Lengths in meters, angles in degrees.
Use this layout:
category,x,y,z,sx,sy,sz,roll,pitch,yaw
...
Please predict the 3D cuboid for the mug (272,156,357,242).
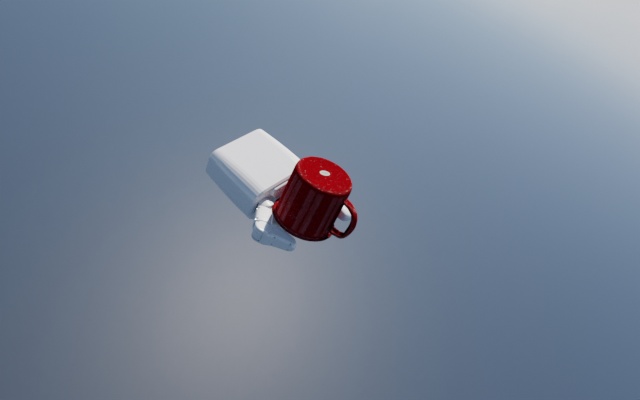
category,x,y,z,sx,sy,sz,roll,pitch,yaw
mug,0.001,0.003,0.640,0.117,0.081,0.093,40,36,19
